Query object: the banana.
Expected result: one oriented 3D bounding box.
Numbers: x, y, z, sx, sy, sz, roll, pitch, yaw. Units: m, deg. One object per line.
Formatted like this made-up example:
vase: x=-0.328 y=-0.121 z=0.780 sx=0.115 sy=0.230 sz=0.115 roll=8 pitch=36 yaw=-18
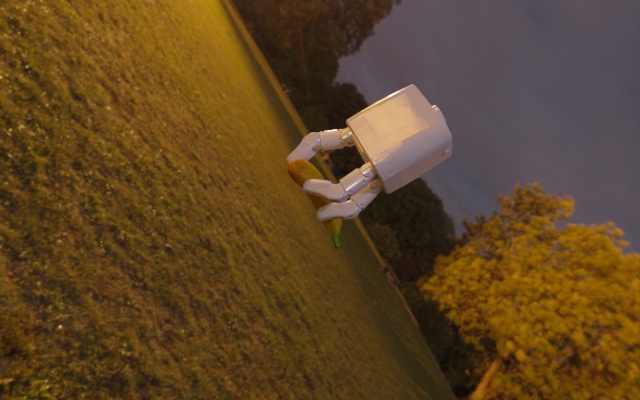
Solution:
banana: x=-0.003 y=-0.008 z=0.707 sx=0.037 sy=0.069 sz=0.198 roll=-26 pitch=-44 yaw=7
